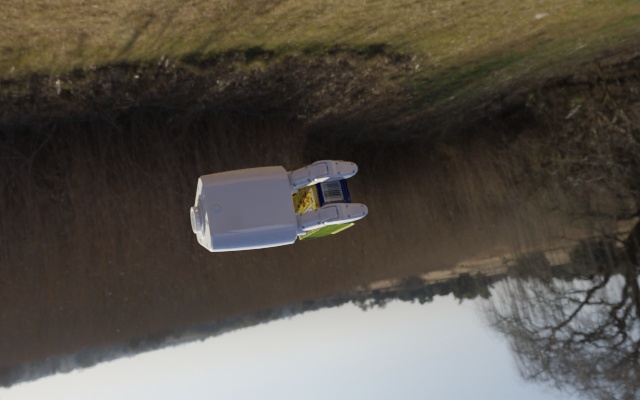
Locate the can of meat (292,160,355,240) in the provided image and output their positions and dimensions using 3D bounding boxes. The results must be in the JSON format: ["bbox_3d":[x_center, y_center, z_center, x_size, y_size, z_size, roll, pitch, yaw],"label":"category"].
[{"bbox_3d":[0.000,0.002,0.644,0.057,0.084,0.102,-6,-13,-26],"label":"can of meat"}]
